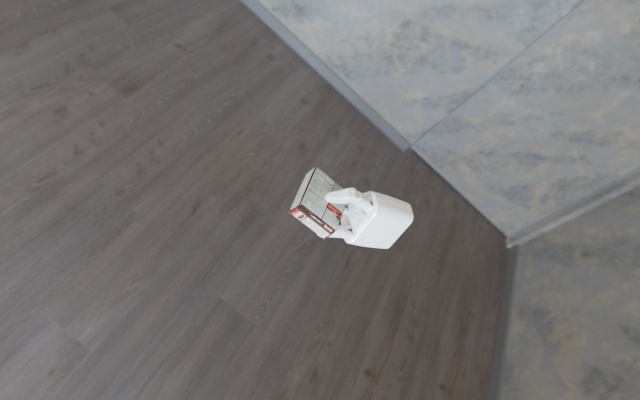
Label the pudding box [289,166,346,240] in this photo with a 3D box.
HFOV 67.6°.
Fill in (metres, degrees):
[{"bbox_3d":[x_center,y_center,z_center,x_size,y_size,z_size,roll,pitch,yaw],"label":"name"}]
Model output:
[{"bbox_3d":[0.000,0.003,0.895,0.090,0.113,0.039,38,-47,-15],"label":"pudding box"}]
